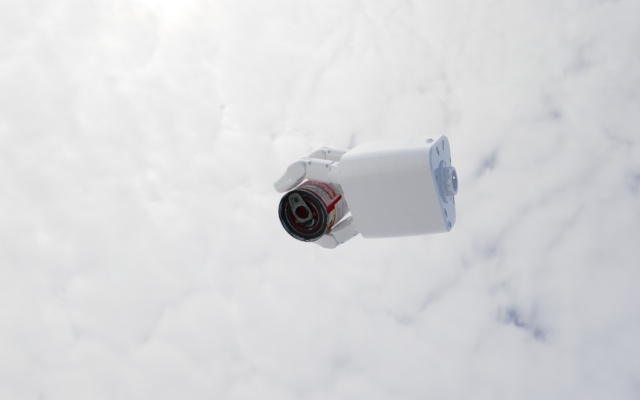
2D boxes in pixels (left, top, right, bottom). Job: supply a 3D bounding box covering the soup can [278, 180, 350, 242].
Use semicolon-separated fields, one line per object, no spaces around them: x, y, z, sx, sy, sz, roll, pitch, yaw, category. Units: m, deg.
0.000;0.002;0.611;0.068;0.068;0.102;0;20;27;soup can
